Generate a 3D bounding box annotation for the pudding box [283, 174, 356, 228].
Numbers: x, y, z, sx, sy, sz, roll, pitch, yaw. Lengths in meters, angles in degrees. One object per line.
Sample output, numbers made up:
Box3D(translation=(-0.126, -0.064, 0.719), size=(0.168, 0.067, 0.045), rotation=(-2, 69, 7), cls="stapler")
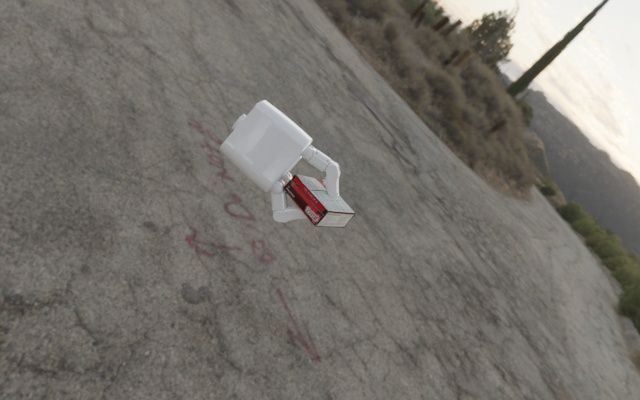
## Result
Box3D(translation=(0.000, 0.002, 0.807), size=(0.039, 0.090, 0.113), rotation=(-48, -23, 19), cls="pudding box")
